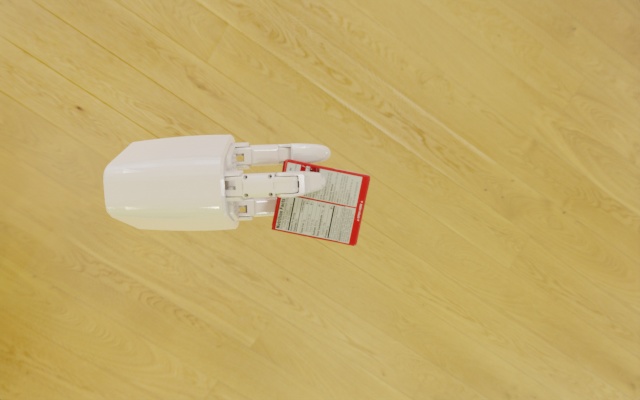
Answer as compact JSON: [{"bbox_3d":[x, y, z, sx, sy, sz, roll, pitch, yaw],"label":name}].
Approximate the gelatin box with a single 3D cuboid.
[{"bbox_3d":[0.000,0.002,0.487,0.089,0.073,0.030,11,3,0],"label":"gelatin box"}]
